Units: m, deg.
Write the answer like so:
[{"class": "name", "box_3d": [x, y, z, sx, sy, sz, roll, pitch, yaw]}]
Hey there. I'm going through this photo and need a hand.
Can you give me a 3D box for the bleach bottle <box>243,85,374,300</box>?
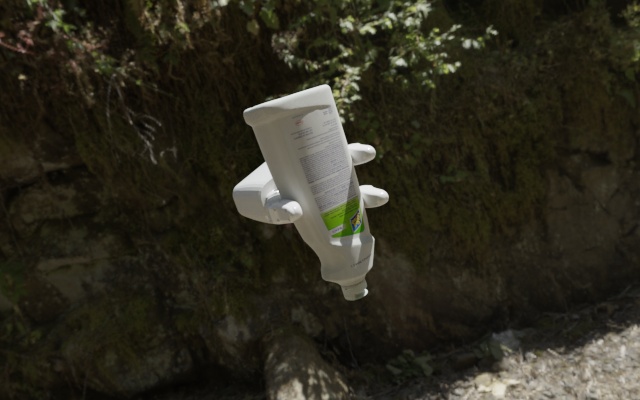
[{"class": "bleach bottle", "box_3d": [0.000, 0.002, 0.555, 0.102, 0.251, 0.068, -24, 14, -28]}]
